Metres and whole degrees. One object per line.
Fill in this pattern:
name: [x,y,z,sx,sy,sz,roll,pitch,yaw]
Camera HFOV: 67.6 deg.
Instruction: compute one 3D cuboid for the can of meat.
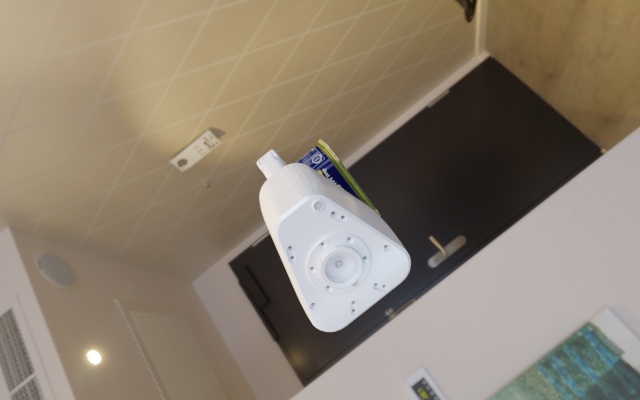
can of meat: [0.000,0.002,0.509,0.084,0.102,0.057,-39,22,1]
